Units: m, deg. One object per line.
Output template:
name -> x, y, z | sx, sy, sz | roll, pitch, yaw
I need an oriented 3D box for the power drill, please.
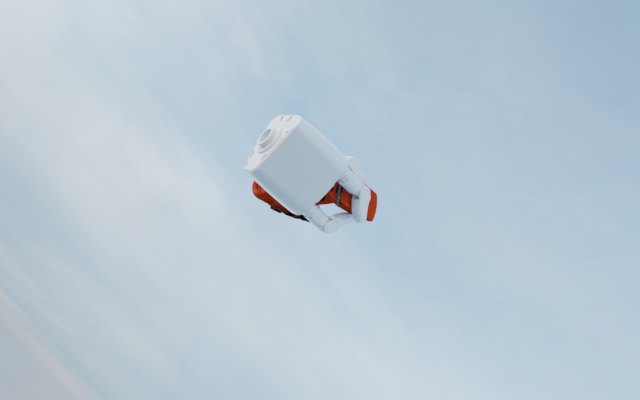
power drill -> 0.000, 0.003, 0.835 | 0.187, 0.057, 0.184 | -1, -17, 34
